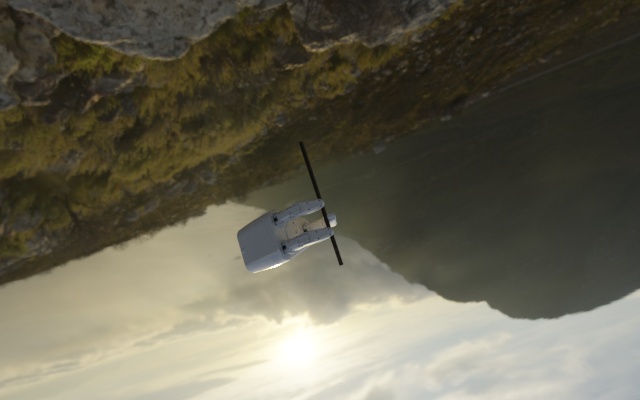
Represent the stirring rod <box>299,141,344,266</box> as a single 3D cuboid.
[{"bbox_3d":[0.000,0.003,0.871,0.011,0.239,0.011,-18,-11,-4],"label":"stirring rod"}]
